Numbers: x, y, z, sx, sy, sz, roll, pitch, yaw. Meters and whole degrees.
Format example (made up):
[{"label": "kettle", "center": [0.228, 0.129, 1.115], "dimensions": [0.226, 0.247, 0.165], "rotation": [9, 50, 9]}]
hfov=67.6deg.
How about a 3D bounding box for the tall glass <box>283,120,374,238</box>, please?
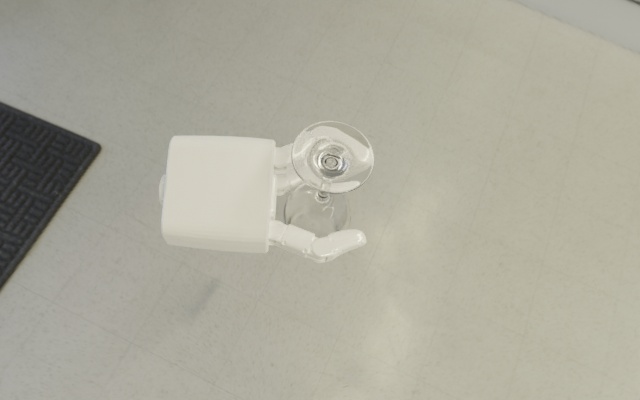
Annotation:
[{"label": "tall glass", "center": [0.000, 0.001, 0.510], "dimensions": [0.079, 0.079, 0.201], "rotation": [0, -25, -7]}]
